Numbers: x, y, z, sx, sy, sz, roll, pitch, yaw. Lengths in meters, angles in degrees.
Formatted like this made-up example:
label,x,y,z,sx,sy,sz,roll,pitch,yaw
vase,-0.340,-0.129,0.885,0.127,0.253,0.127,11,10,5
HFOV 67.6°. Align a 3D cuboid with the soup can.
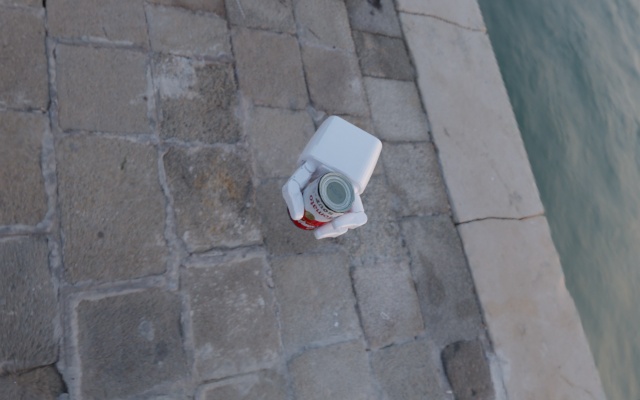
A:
label,x,y,z,sx,sy,sz,roll,pitch,yaw
soup can,0.000,0.003,0.755,0.068,0.068,0.102,0,-18,-33
